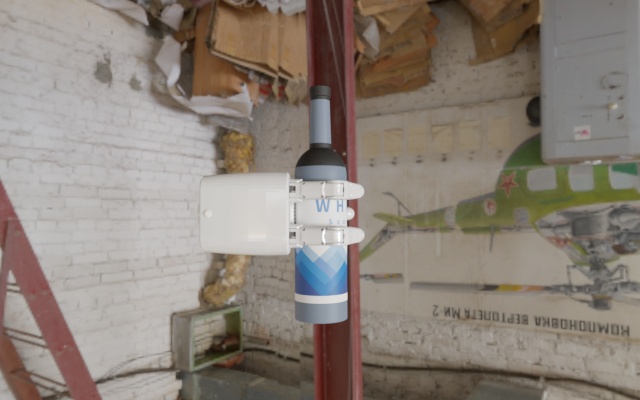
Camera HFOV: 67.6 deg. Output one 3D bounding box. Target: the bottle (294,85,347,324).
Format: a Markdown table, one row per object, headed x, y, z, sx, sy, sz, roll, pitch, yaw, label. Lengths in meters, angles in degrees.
| x | y | z | sx | sy | sz | roll | pitch | yaw | label |
| --- | --- | --- | --- | --- | --- | --- | --- | --- | --- |
| 0.000 | 0.002 | 0.609 | 0.069 | 0.295 | 0.069 | 0 | -2 | 0 | bottle |
